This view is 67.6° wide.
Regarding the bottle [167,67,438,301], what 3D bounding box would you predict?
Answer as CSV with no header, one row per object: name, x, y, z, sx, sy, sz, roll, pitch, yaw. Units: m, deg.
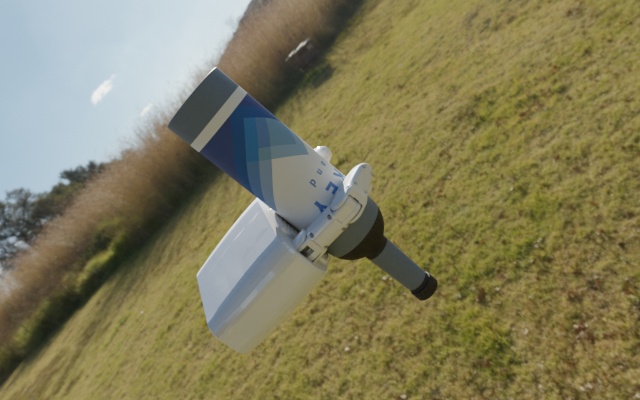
bottle,0.000,0.001,0.446,0.296,0.069,0.069,39,-13,-16
